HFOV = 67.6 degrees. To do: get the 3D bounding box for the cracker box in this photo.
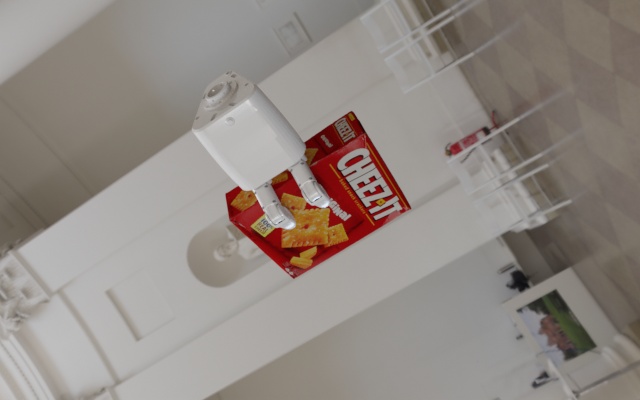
[{"bbox_3d":[0.000,0.002,0.682,0.214,0.072,0.164,-32,-50,9],"label":"cracker box"}]
